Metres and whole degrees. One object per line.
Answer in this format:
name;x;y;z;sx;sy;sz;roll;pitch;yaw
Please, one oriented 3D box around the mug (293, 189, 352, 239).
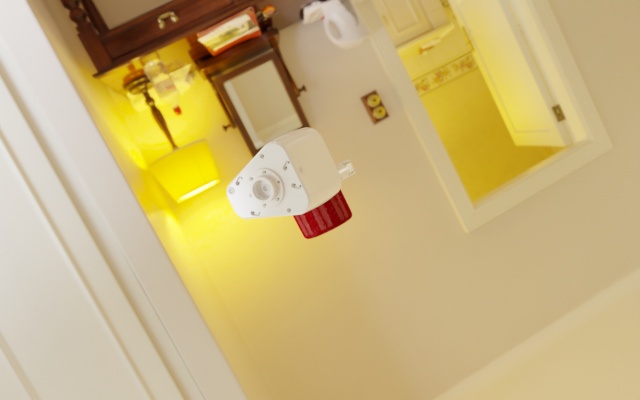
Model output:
mug;0.001;0.002;0.727;0.093;0.081;0.117;-25;4;27
